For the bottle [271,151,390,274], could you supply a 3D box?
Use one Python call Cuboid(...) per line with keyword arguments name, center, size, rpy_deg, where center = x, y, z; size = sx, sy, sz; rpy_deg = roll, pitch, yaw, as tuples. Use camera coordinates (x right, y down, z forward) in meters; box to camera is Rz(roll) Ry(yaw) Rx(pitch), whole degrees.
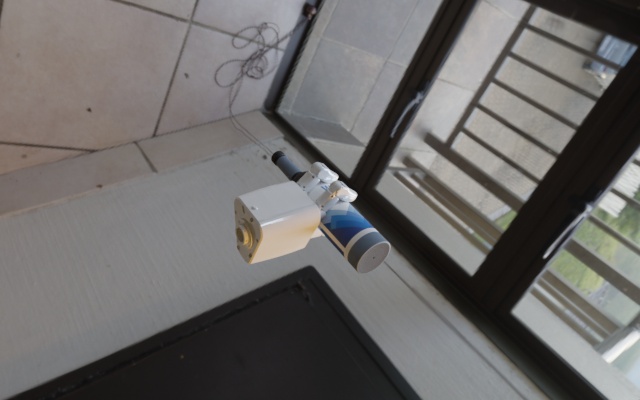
Cuboid(name="bottle", center=(0.000, 0.003, 0.820), size=(0.069, 0.069, 0.295), rpy_deg=(0, 36, -44))
